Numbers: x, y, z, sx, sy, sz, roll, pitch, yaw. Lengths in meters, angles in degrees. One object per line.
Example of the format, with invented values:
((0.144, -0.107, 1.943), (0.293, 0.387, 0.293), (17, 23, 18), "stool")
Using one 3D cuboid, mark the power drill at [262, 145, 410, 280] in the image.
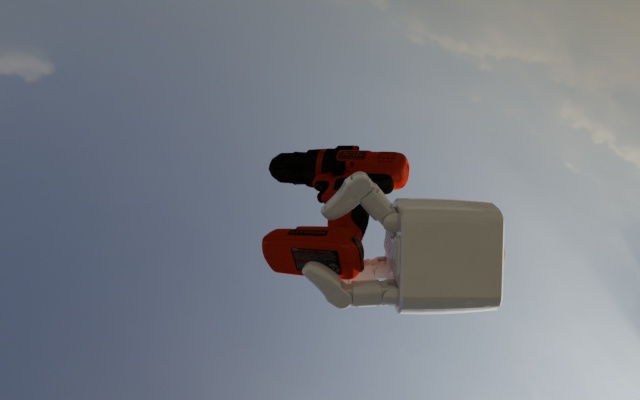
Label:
((0.000, 0.002, 0.558), (0.184, 0.057, 0.187), (1, 41, 21), "power drill")
